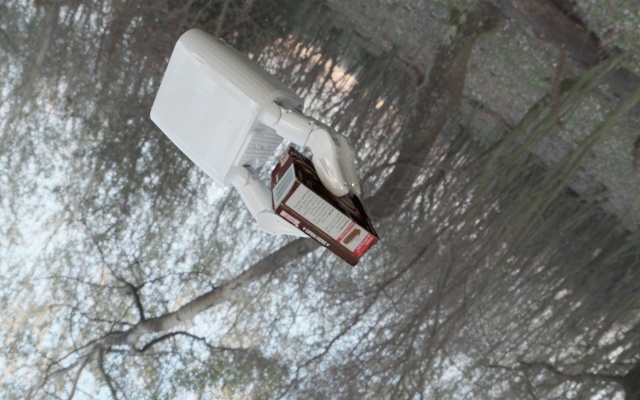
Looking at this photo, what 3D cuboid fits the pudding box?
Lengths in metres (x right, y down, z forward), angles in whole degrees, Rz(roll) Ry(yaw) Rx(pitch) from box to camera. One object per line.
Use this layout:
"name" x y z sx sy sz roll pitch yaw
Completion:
"pudding box" 0.000 0.002 0.438 0.090 0.039 0.113 35 15 -17
